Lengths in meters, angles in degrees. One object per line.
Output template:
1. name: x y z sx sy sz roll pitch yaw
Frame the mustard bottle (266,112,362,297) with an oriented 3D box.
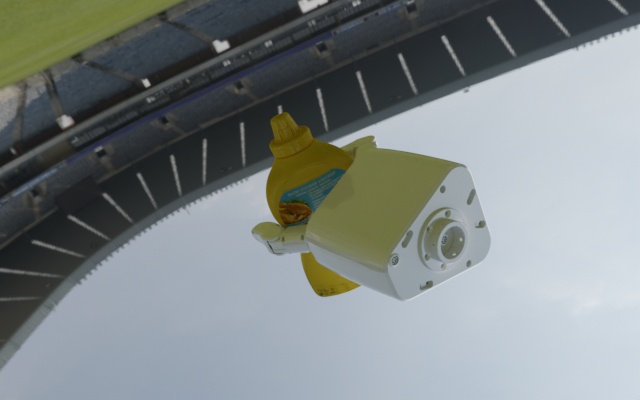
1. mustard bottle: 0.000 0.002 0.476 0.096 0.192 0.058 -25 25 1
